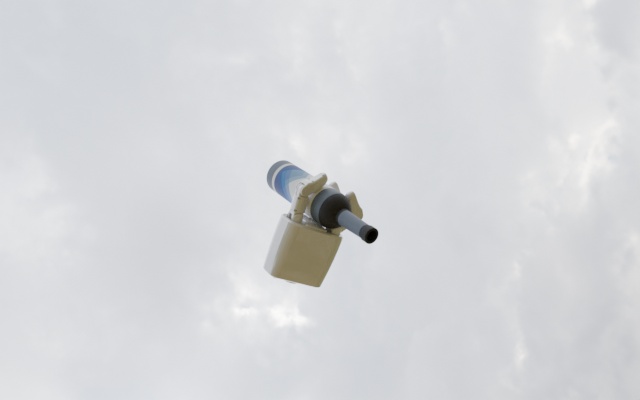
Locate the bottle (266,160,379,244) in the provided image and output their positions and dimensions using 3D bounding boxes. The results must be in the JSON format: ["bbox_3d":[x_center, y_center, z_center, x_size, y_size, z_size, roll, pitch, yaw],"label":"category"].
[{"bbox_3d":[0.000,0.003,0.852,0.069,0.069,0.295,0,21,-36],"label":"bottle"}]
